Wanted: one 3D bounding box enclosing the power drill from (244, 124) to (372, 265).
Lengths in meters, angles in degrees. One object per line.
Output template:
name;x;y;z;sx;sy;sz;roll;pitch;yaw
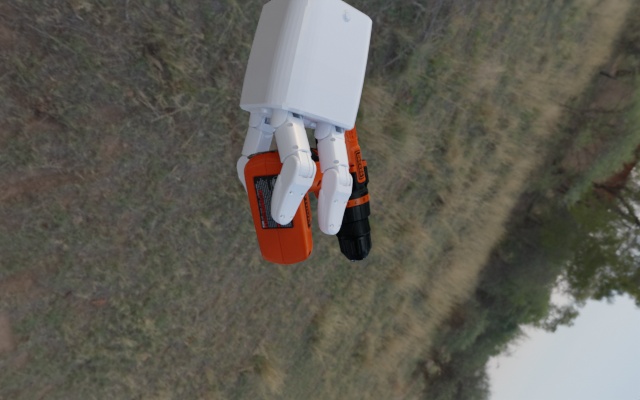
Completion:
power drill;0.000;0.002;0.515;0.057;0.184;0.187;-7;11;27
